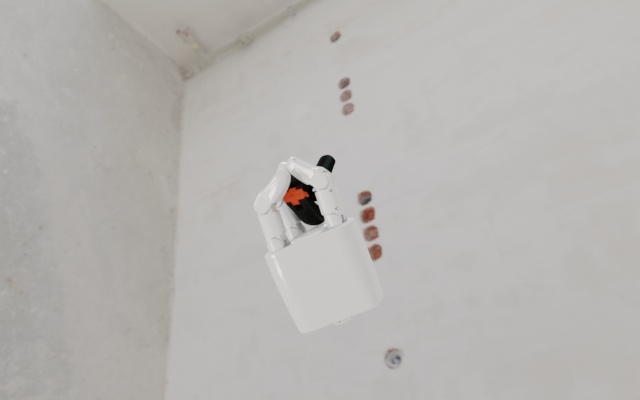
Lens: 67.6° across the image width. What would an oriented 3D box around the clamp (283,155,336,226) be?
[{"bbox_3d":[0.001,0.002,0.648,0.039,0.120,0.171,-21,2,24],"label":"clamp"}]
